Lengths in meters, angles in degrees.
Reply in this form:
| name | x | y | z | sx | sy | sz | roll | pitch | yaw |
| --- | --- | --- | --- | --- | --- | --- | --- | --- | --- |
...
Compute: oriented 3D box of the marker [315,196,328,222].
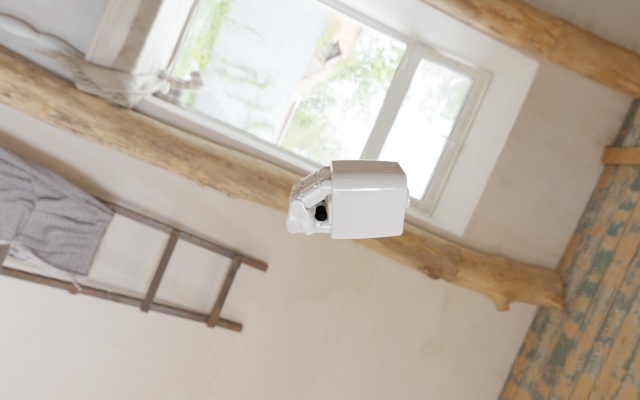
| name | x | y | z | sx | sy | sz | roll | pitch | yaw |
| --- | --- | --- | --- | --- | --- | --- | --- | --- | --- |
| marker | 0.000 | 0.002 | 0.740 | 0.020 | 0.020 | 0.121 | 0 | 21 | -1 |
